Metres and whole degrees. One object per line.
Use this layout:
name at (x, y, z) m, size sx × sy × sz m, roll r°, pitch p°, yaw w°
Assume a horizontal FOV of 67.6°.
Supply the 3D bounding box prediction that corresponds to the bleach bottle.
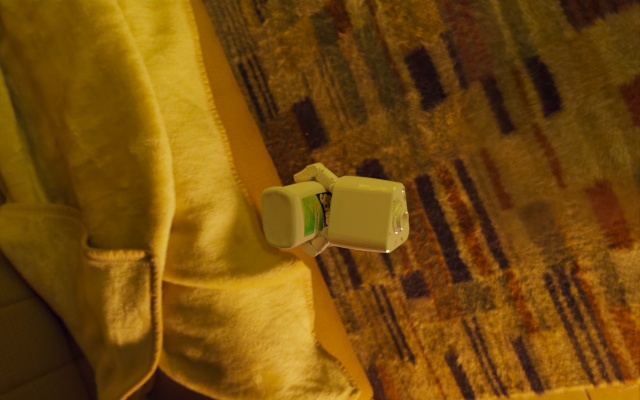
bleach bottle at (0.000, 0.003, 0.840) m, size 0.068 × 0.102 × 0.251 m, roll 6°, pitch 16°, yaw 32°
